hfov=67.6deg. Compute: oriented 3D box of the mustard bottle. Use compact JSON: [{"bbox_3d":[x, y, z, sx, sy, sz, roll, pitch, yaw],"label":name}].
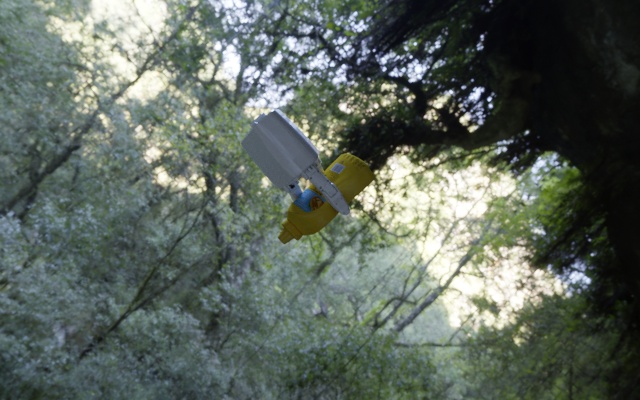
[{"bbox_3d":[0.001,0.003,0.825,0.058,0.191,0.096,52,-11,-31],"label":"mustard bottle"}]
